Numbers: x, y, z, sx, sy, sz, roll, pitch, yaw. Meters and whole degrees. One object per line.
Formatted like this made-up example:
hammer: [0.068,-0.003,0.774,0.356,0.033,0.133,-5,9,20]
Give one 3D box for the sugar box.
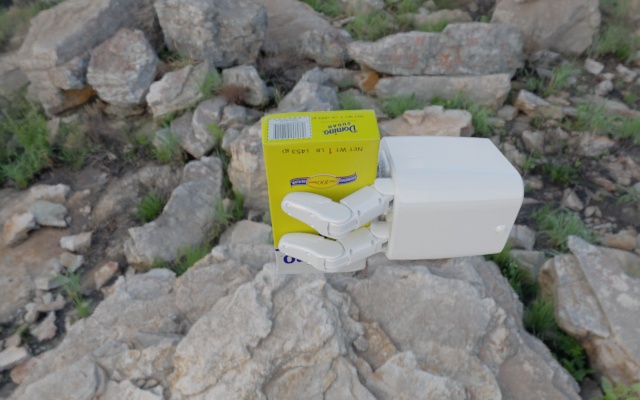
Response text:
sugar box: [0.000,0.002,0.436,0.093,0.176,0.048,-2,45,-1]
